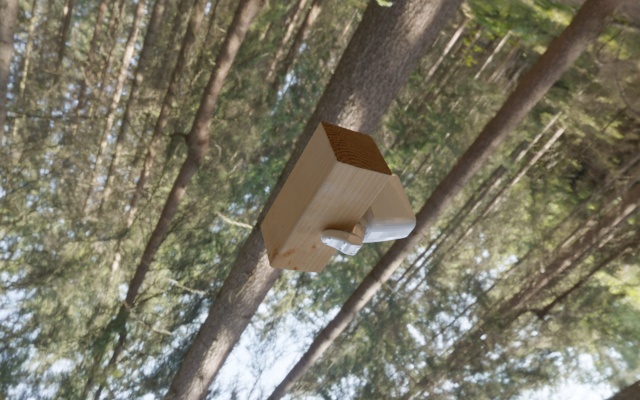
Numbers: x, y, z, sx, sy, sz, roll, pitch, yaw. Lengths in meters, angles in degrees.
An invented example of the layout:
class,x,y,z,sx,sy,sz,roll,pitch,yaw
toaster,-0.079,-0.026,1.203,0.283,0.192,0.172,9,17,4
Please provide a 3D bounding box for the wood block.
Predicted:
class,x,y,z,sx,sy,sz,roll,pitch,yaw
wood block,0.000,0.003,0.688,0.090,0.206,0.090,12,38,-30
